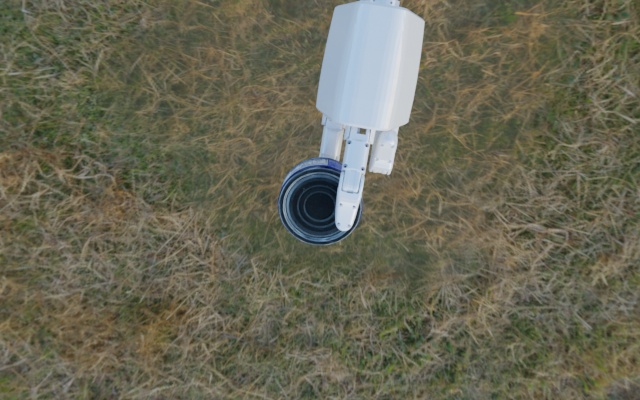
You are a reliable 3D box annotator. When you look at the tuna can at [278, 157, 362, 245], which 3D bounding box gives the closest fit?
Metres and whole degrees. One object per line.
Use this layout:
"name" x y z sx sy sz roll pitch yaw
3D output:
"tuna can" 0.000 0.002 0.484 0.086 0.086 0.033 0 20 3
